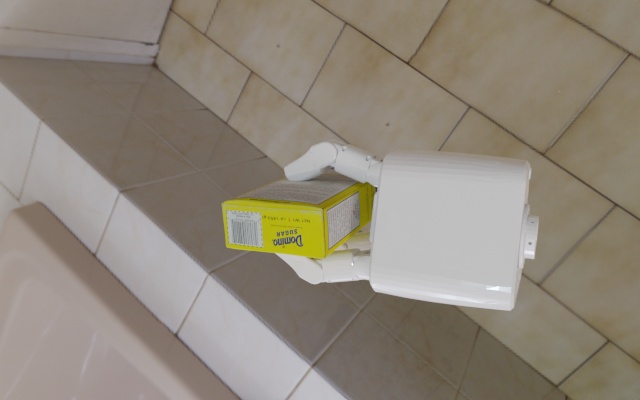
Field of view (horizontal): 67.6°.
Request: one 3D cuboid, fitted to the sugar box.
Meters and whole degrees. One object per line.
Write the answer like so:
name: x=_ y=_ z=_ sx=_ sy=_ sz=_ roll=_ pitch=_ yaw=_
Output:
sugar box: x=0.000 y=0.002 z=0.439 sx=0.093 sy=0.048 sz=0.176 roll=4 pitch=13 yaw=26
